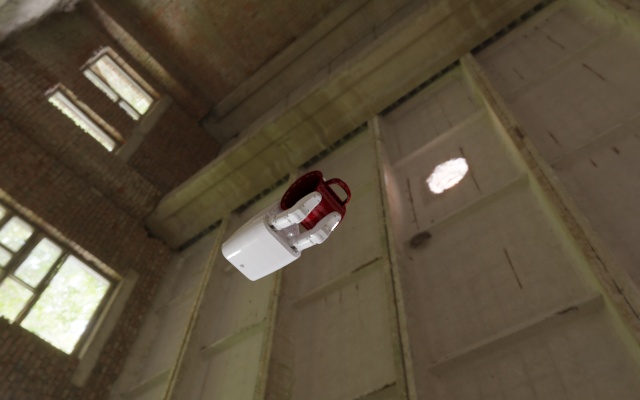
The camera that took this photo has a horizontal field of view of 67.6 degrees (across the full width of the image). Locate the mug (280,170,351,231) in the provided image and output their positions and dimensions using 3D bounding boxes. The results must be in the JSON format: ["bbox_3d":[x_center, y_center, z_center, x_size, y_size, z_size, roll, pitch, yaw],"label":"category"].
[{"bbox_3d":[0.001,0.002,0.829,0.117,0.081,0.093,-31,28,23],"label":"mug"}]
